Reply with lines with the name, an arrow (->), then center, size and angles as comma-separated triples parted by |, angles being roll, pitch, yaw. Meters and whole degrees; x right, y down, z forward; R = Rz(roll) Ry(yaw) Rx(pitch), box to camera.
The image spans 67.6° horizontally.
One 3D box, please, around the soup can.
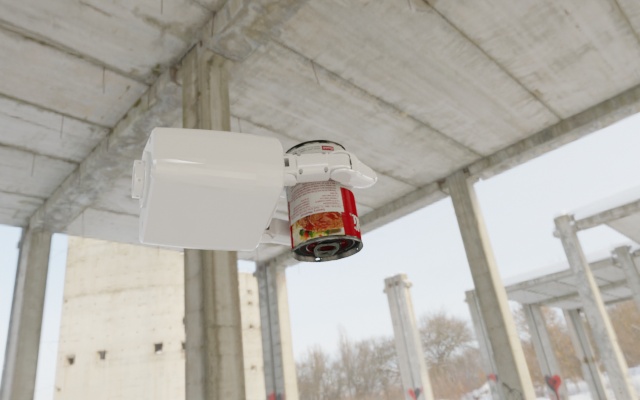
soup can -> 0.001, 0.001, 0.463 | 0.068, 0.102, 0.068 | -7, -24, -3
